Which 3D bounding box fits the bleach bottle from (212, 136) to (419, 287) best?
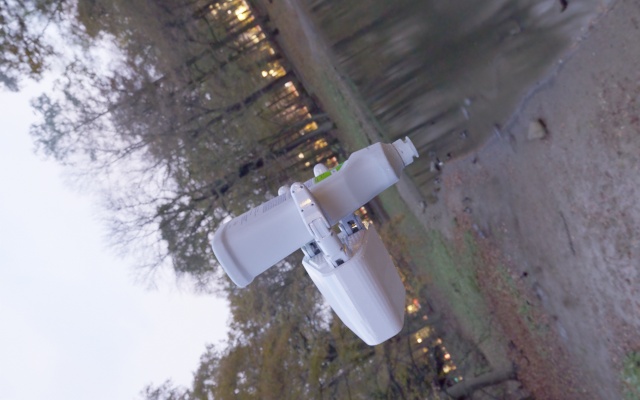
[{"bbox_3d":[0.000,0.002,0.558,0.251,0.068,0.102,-30,14,4],"label":"bleach bottle"}]
